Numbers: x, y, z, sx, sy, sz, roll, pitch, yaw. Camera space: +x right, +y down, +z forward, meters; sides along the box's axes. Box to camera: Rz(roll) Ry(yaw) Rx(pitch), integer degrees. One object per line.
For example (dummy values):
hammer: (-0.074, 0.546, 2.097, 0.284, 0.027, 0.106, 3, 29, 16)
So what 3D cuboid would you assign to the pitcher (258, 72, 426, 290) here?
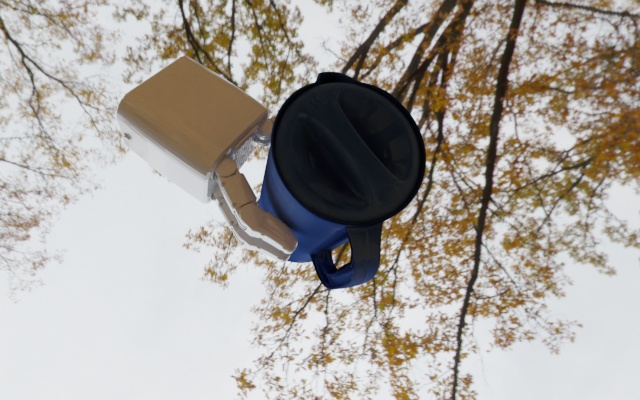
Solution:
pitcher: (0.000, 0.001, 0.493, 0.145, 0.149, 0.243, 36, -23, 0)
